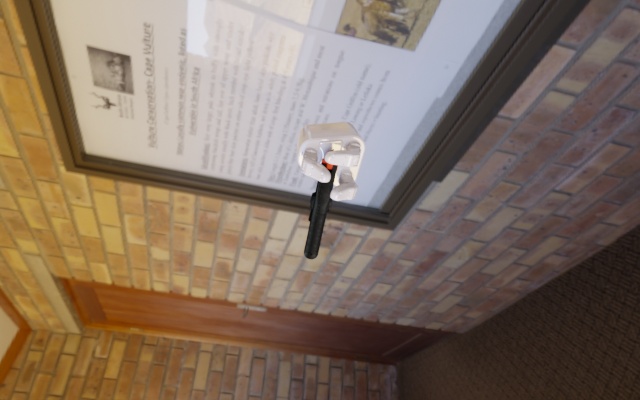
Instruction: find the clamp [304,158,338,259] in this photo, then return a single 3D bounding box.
[{"bbox_3d":[0.000,0.002,0.823,0.039,0.171,0.120,11,24,-10],"label":"clamp"}]
